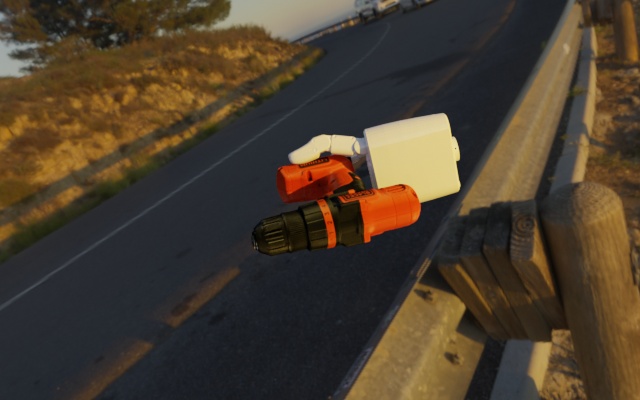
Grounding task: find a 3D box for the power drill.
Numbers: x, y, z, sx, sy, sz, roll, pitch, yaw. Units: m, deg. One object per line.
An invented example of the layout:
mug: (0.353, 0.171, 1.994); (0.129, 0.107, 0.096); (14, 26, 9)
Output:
power drill: (0.000, 0.002, 0.570); (0.184, 0.057, 0.187); (-11, 22, -12)
